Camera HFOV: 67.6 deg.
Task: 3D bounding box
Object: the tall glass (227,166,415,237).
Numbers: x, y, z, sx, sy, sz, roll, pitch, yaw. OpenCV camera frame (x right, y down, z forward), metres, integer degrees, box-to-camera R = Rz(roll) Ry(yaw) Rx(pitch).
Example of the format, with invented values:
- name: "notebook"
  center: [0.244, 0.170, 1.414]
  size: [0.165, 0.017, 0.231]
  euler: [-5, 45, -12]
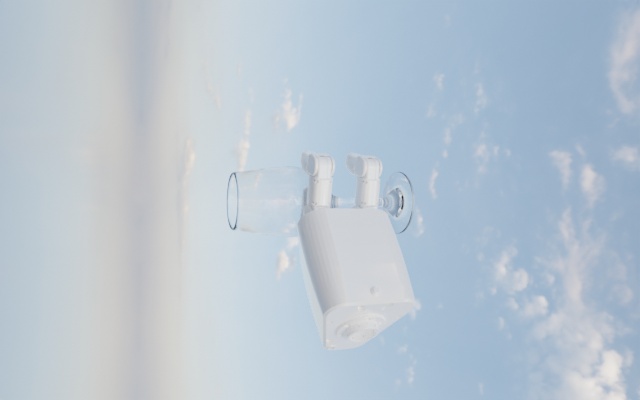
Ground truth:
- name: "tall glass"
  center: [0.001, 0.002, 0.537]
  size: [0.201, 0.079, 0.079]
  euler: [1, 0, -21]
